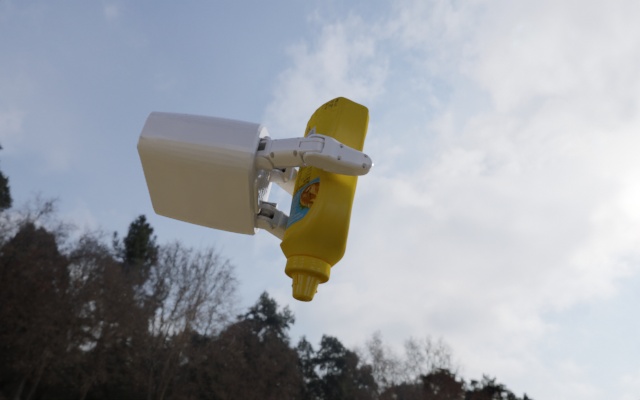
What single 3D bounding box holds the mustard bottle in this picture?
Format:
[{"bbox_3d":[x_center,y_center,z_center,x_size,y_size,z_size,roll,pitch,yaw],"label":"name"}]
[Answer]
[{"bbox_3d":[0.000,0.001,0.456,0.058,0.191,0.096,21,-28,-17],"label":"mustard bottle"}]
